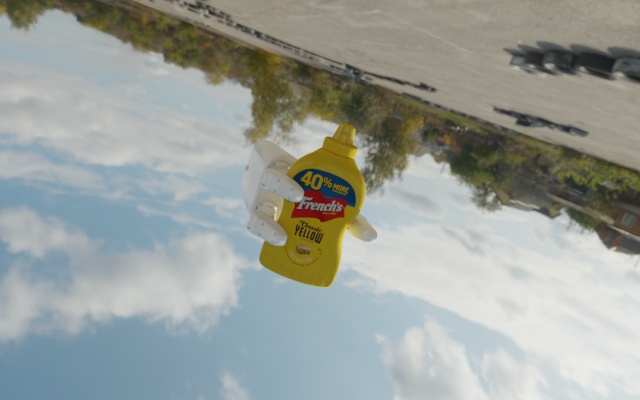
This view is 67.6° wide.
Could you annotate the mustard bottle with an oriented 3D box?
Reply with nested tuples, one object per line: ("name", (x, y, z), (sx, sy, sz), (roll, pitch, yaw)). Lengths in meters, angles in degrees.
("mustard bottle", (0.000, 0.002, 0.564), (0.096, 0.192, 0.058), (20, 14, 2))
